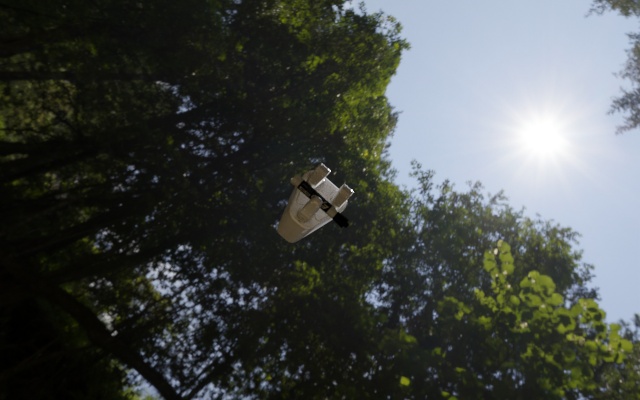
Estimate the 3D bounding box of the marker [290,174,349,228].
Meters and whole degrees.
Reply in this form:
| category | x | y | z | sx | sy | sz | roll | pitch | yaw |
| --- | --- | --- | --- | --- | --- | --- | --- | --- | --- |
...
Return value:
| category | x | y | z | sx | sy | sz | roll | pitch | yaw |
| --- | --- | --- | --- | --- | --- | --- | --- | --- | --- |
| marker | 0.000 | 0.003 | 0.793 | 0.121 | 0.020 | 0.020 | 42 | -1 | -1 |
